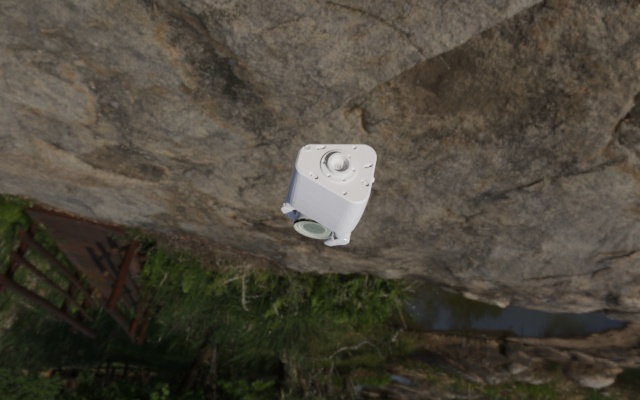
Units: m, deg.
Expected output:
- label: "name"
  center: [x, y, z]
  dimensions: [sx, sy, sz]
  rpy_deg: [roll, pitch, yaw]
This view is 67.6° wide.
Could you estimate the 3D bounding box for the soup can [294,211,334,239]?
- label: "soup can"
  center: [0.000, 0.003, 0.767]
  dimensions: [0.068, 0.102, 0.068]
  rpy_deg: [11, -26, 5]
